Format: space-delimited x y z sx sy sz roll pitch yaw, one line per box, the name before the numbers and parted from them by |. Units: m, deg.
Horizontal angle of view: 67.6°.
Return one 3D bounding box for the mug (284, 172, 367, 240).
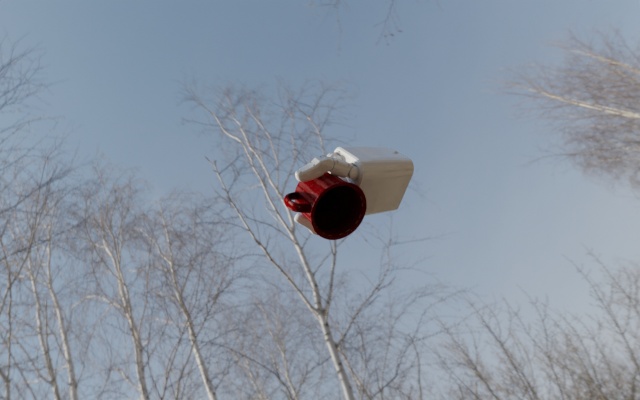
mug | -0.001 0.002 0.728 0.117 0.093 0.081 -4 24 -27
